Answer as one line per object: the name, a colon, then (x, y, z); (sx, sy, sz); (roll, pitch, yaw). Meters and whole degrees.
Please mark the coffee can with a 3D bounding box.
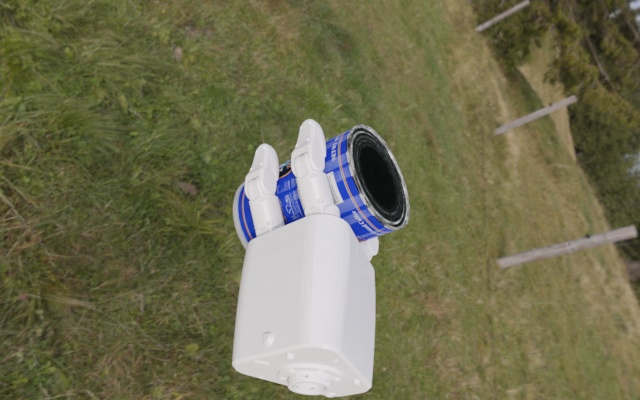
coffee can: (0.000, 0.001, 0.466); (0.140, 0.102, 0.103); (-23, -12, 30)
